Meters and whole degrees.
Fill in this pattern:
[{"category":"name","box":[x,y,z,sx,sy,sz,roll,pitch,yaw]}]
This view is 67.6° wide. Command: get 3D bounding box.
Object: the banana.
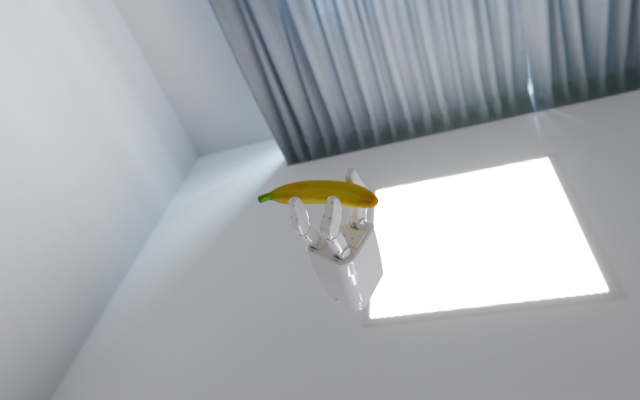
[{"category":"banana","box":[0.004,-0.007,0.747,0.198,0.037,0.069,-1,29,24]}]
